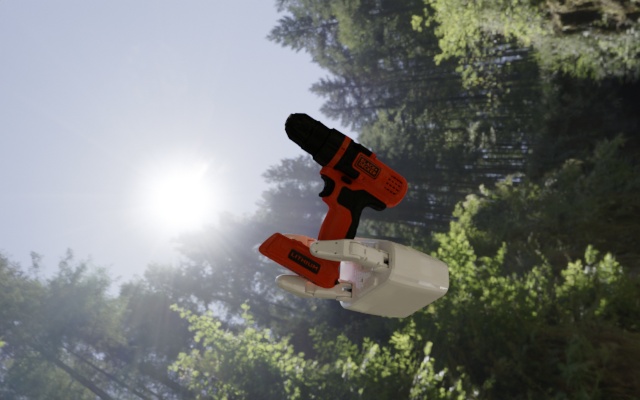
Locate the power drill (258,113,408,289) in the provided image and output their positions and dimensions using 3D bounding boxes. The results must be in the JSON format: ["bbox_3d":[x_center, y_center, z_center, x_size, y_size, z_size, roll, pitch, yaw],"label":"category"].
[{"bbox_3d":[0.000,0.003,0.608,0.184,0.187,0.057,32,-11,-9],"label":"power drill"}]
